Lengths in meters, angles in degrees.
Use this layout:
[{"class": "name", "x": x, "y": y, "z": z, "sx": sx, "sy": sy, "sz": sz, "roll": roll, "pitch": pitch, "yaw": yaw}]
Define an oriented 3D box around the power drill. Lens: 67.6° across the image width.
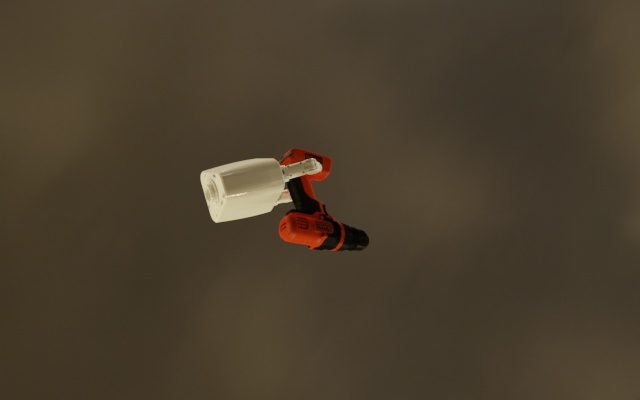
[{"class": "power drill", "x": 0.000, "y": 0.002, "z": 0.866, "sx": 0.184, "sy": 0.187, "sz": 0.057, "roll": 14, "pitch": -41, "yaw": -37}]
